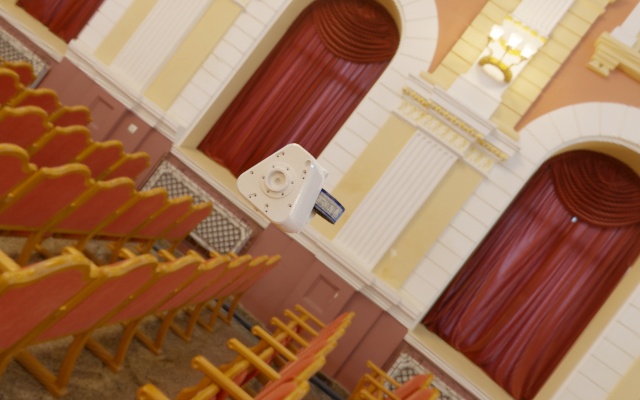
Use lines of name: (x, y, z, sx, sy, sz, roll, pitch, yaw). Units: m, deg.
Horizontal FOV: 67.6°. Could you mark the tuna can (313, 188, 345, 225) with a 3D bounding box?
tuna can: (0.000, 0.002, 0.822, 0.086, 0.034, 0.086, 38, -6, 5)
